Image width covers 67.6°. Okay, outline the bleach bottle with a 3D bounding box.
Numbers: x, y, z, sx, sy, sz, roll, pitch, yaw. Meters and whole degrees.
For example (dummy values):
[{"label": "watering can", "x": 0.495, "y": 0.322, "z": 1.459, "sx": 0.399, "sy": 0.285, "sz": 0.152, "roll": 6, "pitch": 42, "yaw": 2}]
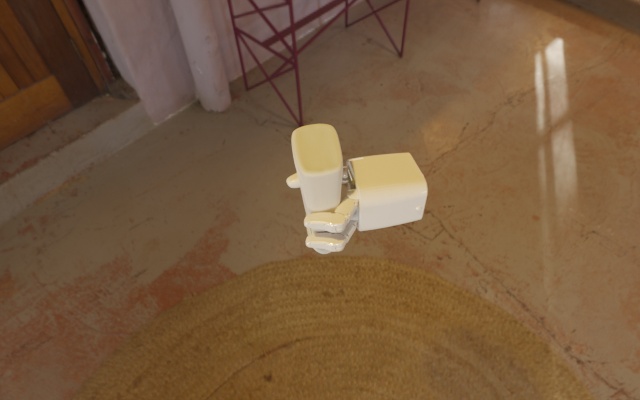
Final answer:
[{"label": "bleach bottle", "x": 0.000, "y": 0.003, "z": 0.763, "sx": 0.068, "sy": 0.102, "sz": 0.251, "roll": -8, "pitch": -36, "yaw": -3}]
